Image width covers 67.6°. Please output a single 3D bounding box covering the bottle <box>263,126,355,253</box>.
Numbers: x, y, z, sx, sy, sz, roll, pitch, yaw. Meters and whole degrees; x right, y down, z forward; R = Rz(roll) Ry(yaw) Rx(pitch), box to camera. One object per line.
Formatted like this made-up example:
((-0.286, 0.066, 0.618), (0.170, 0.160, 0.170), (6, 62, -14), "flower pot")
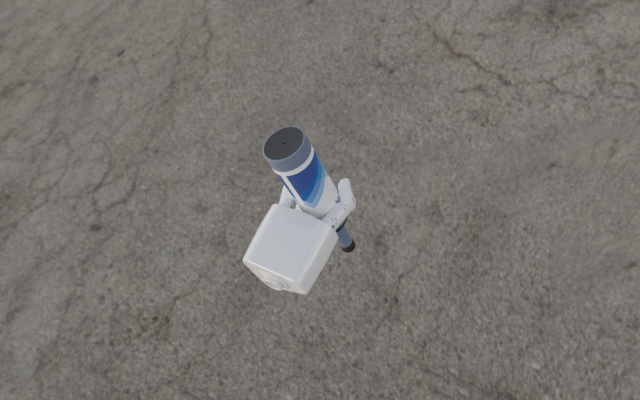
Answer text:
((0.000, 0.002, 0.785), (0.069, 0.069, 0.296), (0, -35, 26), "bottle")
